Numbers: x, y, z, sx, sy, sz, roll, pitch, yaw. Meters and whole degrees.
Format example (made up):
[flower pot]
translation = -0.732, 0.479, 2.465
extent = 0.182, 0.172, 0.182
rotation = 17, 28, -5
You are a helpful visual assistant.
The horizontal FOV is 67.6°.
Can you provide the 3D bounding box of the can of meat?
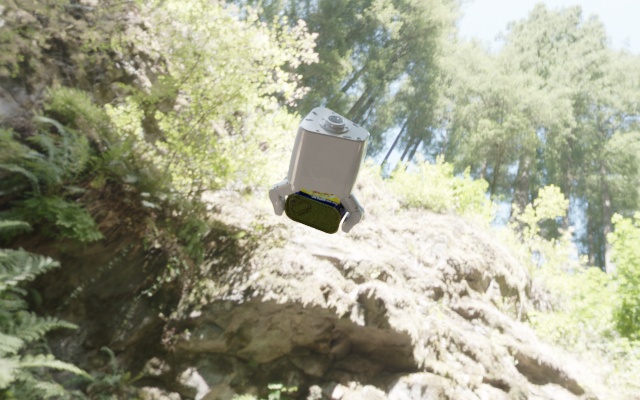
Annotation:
[can of meat]
translation = 0.000, 0.003, 0.843
extent = 0.102, 0.057, 0.084
rotation = 20, 38, 12
